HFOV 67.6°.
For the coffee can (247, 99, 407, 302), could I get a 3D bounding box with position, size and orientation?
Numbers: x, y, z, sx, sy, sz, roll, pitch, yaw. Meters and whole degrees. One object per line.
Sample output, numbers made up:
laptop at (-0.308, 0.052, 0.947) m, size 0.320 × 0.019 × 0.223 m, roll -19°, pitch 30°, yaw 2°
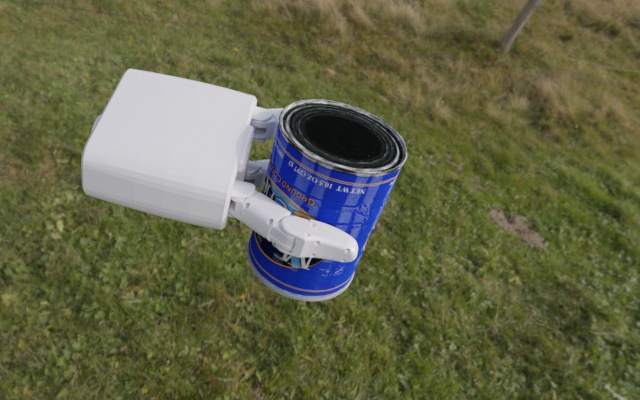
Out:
coffee can at (0.000, 0.002, 0.405) m, size 0.103 × 0.140 × 0.102 m, roll 12°, pitch 37°, yaw -9°
